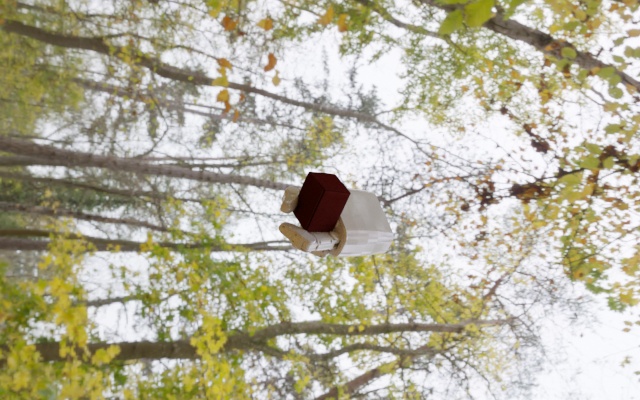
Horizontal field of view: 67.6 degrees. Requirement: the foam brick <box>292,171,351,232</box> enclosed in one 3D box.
[{"bbox_3d":[0.000,0.002,0.721,0.051,0.078,0.053,3,35,-34],"label":"foam brick"}]
